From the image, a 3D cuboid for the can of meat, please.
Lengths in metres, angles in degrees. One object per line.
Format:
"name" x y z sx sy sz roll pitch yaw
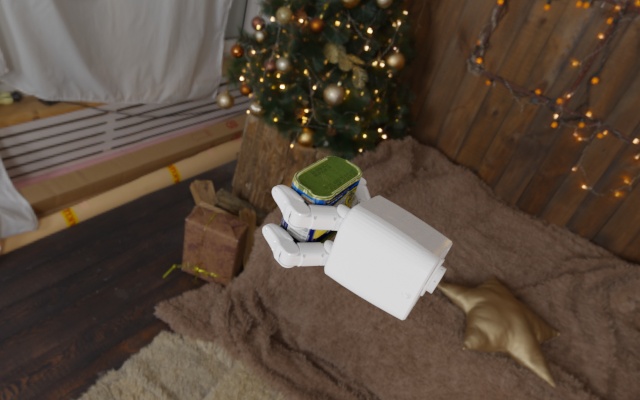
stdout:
"can of meat" 0.000 0.002 0.576 0.057 0.084 0.102 33 38 19
